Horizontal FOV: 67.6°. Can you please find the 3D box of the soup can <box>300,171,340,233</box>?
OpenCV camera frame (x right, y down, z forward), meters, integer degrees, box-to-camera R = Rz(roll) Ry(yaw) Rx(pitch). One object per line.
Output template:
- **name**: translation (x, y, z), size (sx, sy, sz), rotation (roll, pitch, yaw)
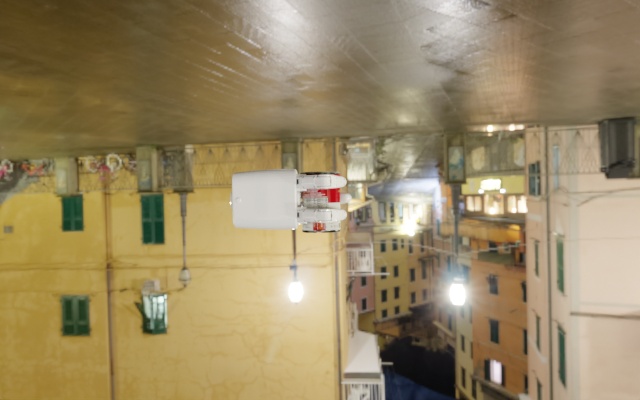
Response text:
- **soup can**: translation (0.001, 0.003, 0.817), size (0.068, 0.102, 0.068), rotation (-1, 1, 0)
